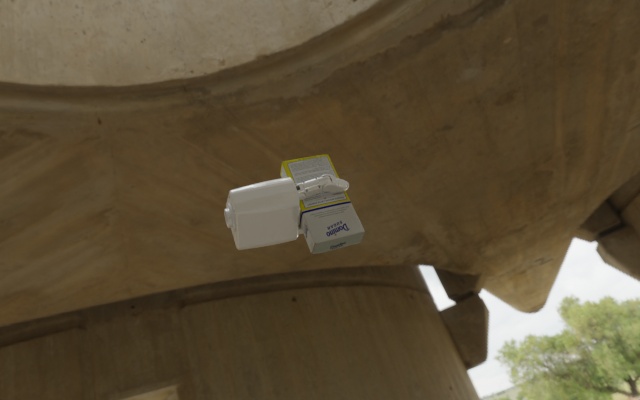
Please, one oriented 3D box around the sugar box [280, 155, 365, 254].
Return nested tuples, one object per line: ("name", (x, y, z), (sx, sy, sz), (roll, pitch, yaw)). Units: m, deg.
("sugar box", (0.000, 0.003, 0.835), (0.093, 0.176, 0.048), (-12, -30, -18))
